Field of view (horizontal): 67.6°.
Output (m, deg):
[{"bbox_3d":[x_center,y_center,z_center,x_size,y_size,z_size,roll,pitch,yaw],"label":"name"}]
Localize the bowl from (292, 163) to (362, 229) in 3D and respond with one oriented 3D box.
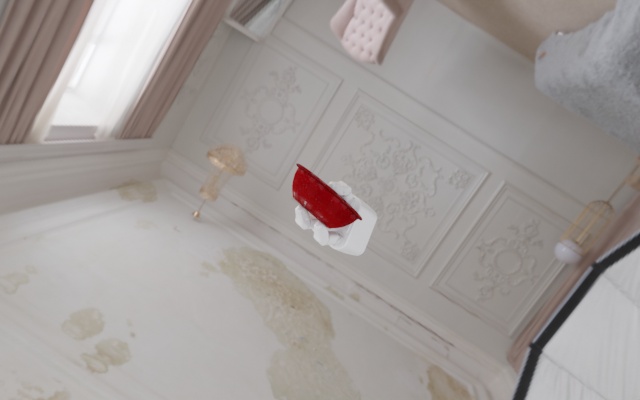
[{"bbox_3d":[-0.001,0.003,0.891,0.162,0.055,0.162,41,-3,3],"label":"bowl"}]
